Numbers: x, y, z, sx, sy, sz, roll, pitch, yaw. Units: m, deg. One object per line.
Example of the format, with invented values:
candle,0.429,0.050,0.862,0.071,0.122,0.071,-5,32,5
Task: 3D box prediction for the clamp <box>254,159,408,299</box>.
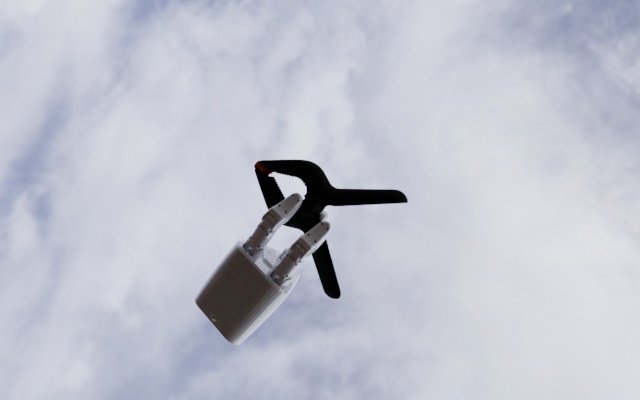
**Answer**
clamp,0.000,0.002,0.638,0.210,0.164,0.036,44,10,18
